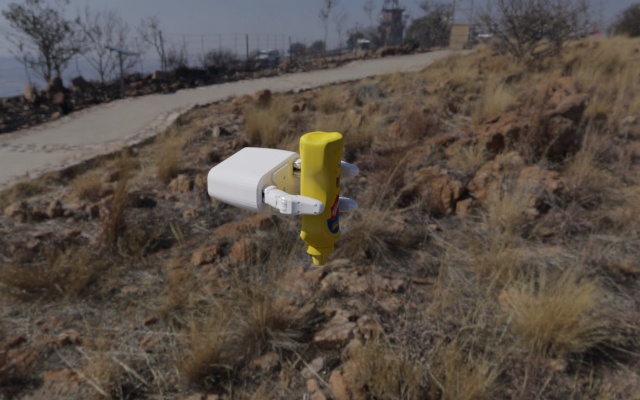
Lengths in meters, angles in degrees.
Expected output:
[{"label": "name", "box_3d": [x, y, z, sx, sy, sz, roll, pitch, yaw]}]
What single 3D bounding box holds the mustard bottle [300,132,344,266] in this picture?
[{"label": "mustard bottle", "box_3d": [0.000, 0.002, 0.683, 0.058, 0.192, 0.096, 4, 17, 10]}]
